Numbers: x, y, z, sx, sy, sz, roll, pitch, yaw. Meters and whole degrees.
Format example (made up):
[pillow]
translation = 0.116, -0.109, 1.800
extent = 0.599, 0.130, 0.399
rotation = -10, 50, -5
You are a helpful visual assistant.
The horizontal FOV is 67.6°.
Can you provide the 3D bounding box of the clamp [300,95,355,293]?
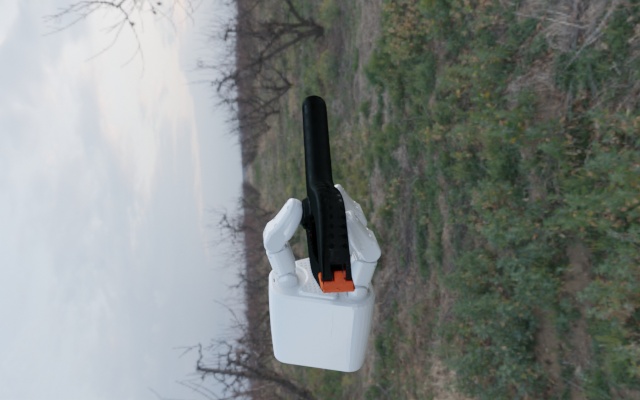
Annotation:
[clamp]
translation = -0.001, 0.002, 0.466
extent = 0.036, 0.165, 0.209
rotation = -2, 30, -9
